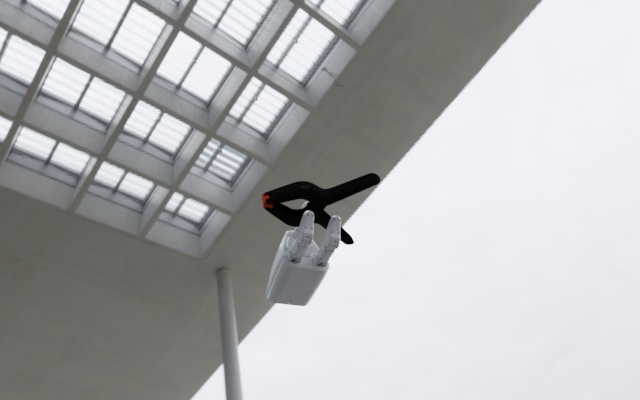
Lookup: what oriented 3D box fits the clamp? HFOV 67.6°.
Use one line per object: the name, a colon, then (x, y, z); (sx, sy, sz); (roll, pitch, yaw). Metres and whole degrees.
clamp: (-0.001, 0.002, 0.871); (0.210, 0.165, 0.036); (12, 32, -23)
